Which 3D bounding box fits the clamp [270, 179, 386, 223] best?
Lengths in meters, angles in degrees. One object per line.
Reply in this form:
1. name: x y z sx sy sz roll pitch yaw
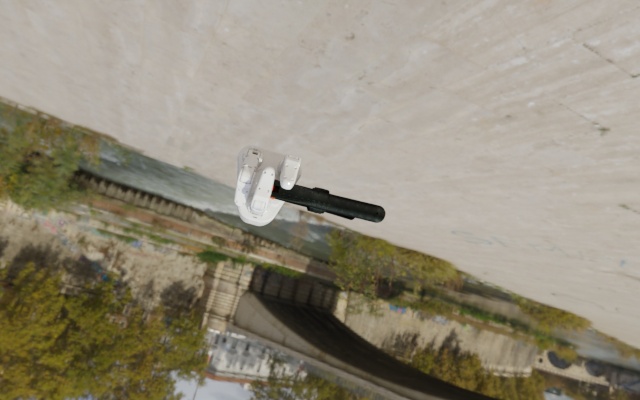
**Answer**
1. clamp: 0.000 0.003 0.702 0.171 0.039 0.120 17 -11 -8
